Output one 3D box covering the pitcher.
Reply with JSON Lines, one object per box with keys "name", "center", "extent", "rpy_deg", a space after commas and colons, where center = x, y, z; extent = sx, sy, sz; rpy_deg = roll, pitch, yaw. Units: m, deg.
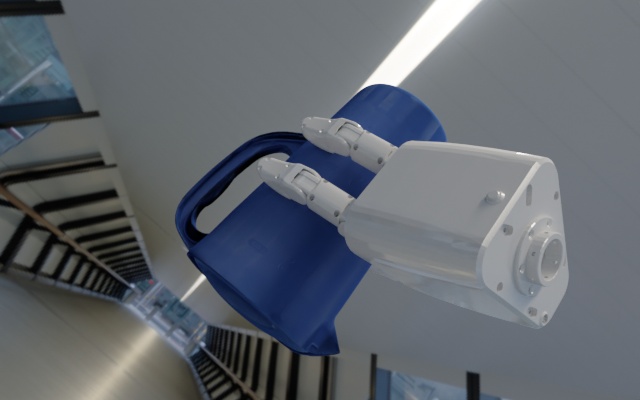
{"name": "pitcher", "center": [0.000, 0.002, 0.437], "extent": [0.145, 0.242, 0.149], "rpy_deg": [13, -33, 52]}
